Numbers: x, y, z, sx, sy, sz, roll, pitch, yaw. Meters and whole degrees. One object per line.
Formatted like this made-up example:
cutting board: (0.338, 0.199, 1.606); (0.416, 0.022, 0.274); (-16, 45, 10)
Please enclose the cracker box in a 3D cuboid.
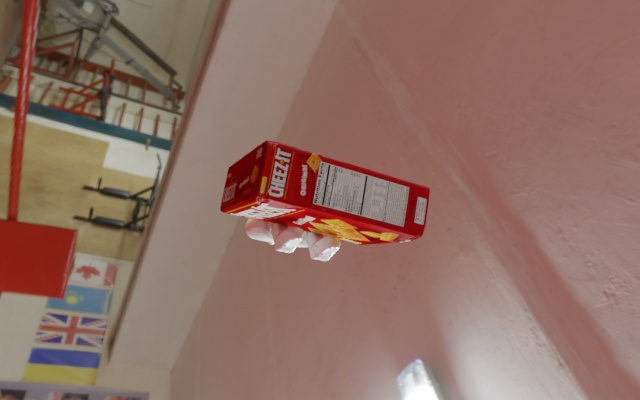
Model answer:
cracker box: (0.000, 0.002, 0.600); (0.214, 0.072, 0.164); (14, -13, -23)
